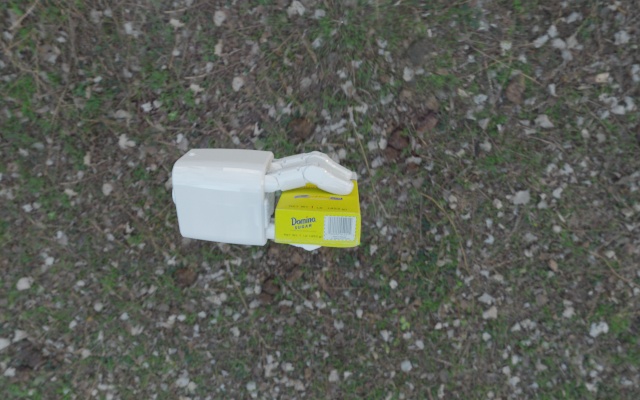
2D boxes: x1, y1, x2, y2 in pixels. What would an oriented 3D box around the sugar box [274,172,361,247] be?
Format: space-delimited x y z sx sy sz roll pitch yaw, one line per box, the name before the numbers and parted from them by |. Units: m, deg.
sugar box | 0.000 0.001 0.588 0.093 0.048 0.176 4 21 1
